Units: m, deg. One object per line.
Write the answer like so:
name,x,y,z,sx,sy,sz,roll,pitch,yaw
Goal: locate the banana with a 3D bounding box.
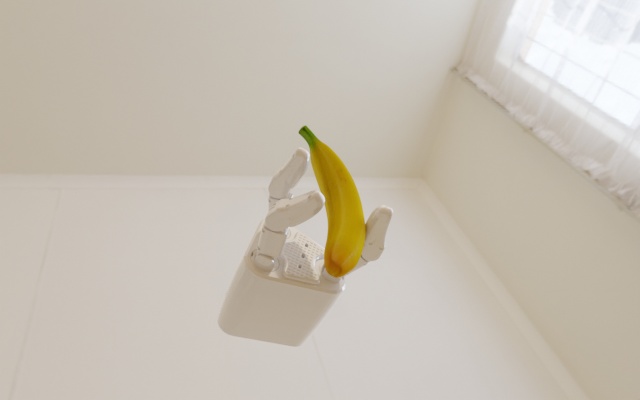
banana,0.014,0.005,0.480,0.070,0.197,0.037,24,-56,-33
